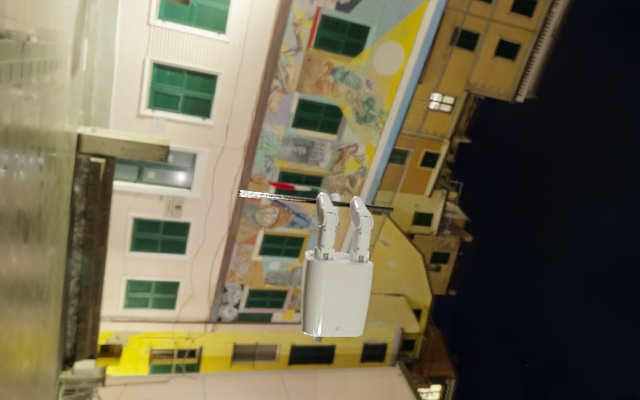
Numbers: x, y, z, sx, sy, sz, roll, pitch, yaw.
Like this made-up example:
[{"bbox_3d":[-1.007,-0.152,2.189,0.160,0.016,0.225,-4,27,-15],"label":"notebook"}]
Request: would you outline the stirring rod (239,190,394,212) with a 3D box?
[{"bbox_3d":[0.000,0.002,0.700,0.239,0.011,0.011,6,-2,-21],"label":"stirring rod"}]
